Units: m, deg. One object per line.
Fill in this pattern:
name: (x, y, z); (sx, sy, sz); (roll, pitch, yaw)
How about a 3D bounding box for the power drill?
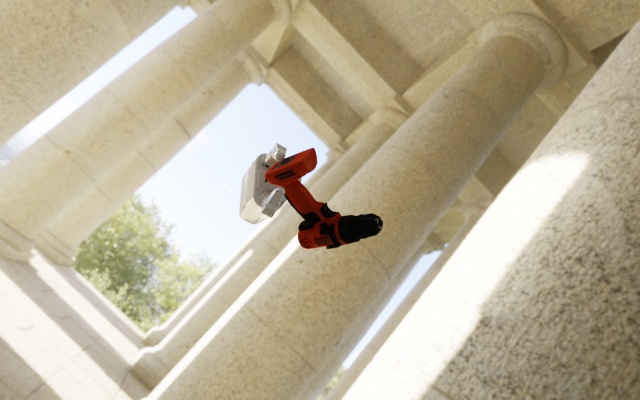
power drill: (0.000, 0.002, 0.847); (0.184, 0.188, 0.057); (-16, 24, 37)
